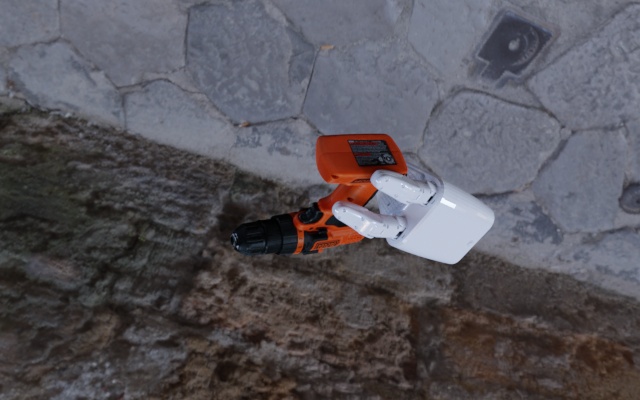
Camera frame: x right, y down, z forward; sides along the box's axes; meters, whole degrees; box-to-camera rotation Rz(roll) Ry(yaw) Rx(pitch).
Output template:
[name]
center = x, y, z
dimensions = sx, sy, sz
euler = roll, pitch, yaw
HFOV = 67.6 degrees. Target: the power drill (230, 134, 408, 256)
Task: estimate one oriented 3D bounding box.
[power drill]
center = 0.001, 0.002, 0.555
dimensions = 0.184, 0.057, 0.188
euler = -7, -29, -30
